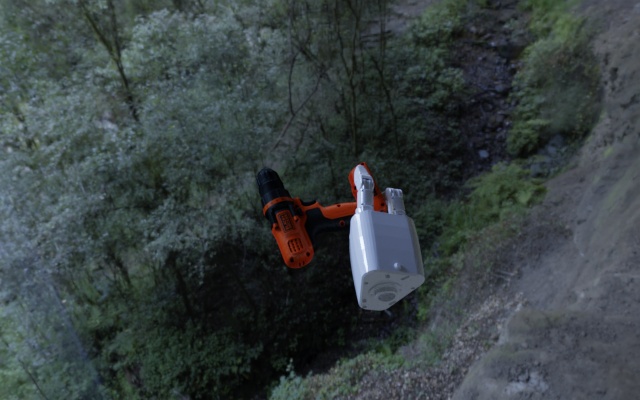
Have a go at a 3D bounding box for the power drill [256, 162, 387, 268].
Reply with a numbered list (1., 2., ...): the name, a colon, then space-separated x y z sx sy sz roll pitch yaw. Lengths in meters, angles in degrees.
1. power drill: 0.001 0.003 0.785 0.187 0.184 0.057 -20 -26 -8
